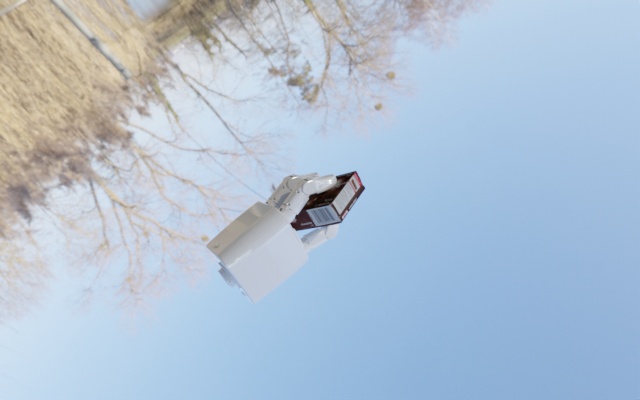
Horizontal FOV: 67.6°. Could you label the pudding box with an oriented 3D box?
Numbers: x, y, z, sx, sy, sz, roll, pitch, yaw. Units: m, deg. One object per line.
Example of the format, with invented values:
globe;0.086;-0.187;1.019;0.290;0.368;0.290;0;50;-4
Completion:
pudding box;0.000;0.003;0.725;0.113;0.039;0.090;-10;30;39
